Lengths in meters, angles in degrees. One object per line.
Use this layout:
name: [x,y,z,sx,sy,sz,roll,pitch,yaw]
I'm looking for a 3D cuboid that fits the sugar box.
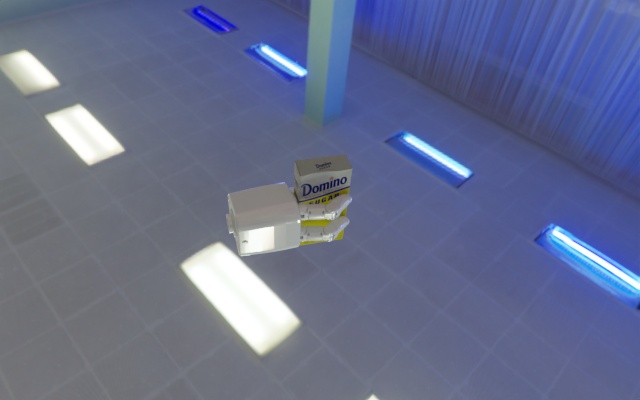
sugar box: [0.000,0.003,0.853,0.093,0.048,0.176,-9,-43,-13]
